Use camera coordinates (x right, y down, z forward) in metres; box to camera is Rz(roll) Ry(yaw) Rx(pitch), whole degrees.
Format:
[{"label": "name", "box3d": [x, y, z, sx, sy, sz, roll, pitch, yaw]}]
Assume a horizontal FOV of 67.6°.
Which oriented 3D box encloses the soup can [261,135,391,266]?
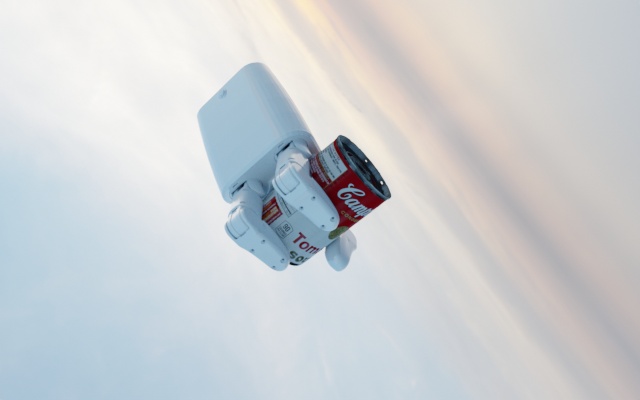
[{"label": "soup can", "box3d": [0.000, 0.002, 0.412, 0.102, 0.068, 0.068, -39, -13, 17]}]
